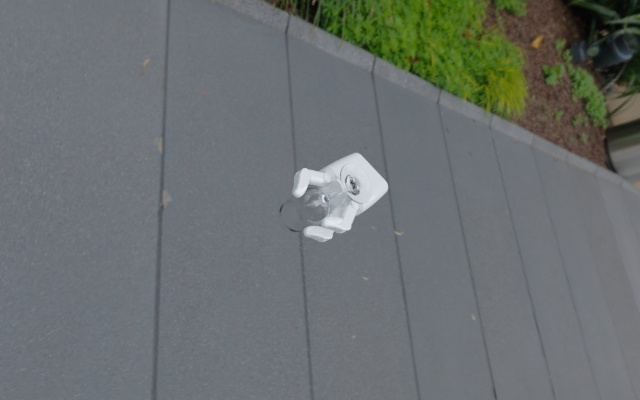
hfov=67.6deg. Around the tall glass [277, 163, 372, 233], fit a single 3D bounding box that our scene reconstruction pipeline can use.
[{"bbox_3d":[0.000,0.003,0.886,0.079,0.079,0.201,0,-19,-42],"label":"tall glass"}]
